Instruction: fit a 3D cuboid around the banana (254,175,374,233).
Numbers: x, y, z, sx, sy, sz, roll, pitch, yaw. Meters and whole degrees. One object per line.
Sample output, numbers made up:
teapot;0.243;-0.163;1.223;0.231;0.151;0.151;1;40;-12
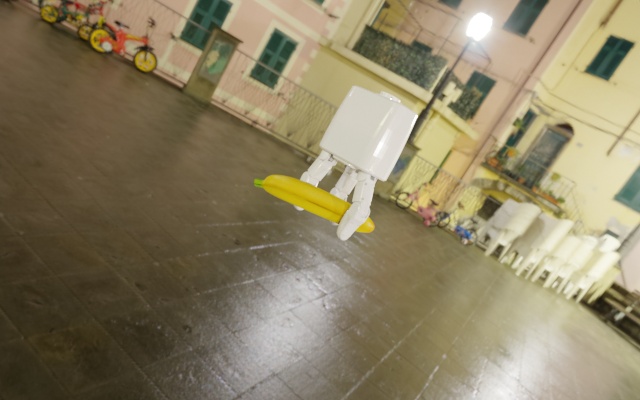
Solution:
banana;0.000;0.003;0.698;0.198;0.037;0.069;24;2;-10
